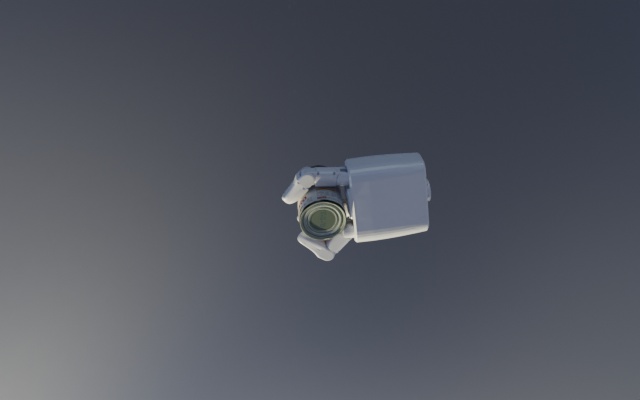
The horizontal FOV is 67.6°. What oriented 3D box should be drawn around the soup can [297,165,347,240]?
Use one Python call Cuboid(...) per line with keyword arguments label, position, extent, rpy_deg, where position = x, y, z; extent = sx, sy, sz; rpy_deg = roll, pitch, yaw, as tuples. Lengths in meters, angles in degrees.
Cuboid(label="soup can", position=(0.000, 0.002, 0.693), extent=(0.068, 0.068, 0.102), rpy_deg=(0, 32, -5))
